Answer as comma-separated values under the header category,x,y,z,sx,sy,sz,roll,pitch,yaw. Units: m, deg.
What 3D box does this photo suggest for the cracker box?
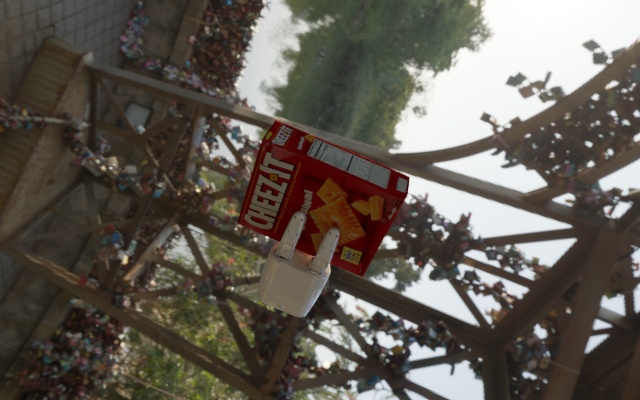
category,x,y,z,sx,sy,sz,roll,pitch,yaw
cracker box,0.000,0.002,0.706,0.214,0.164,0.072,23,36,0
